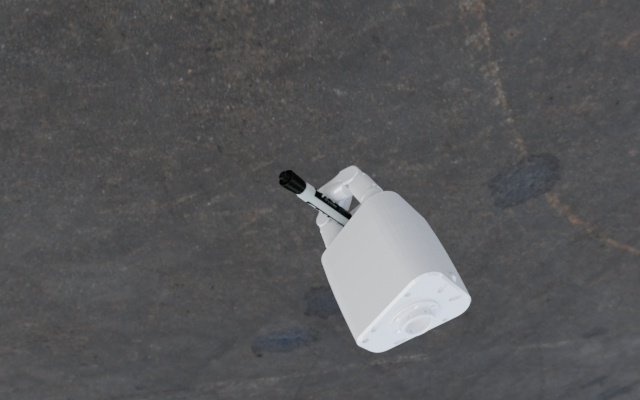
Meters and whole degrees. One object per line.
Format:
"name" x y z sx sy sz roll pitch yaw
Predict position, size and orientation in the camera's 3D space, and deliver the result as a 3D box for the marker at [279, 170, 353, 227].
"marker" 0.000 0.002 0.507 0.020 0.020 0.121 0 -26 44
